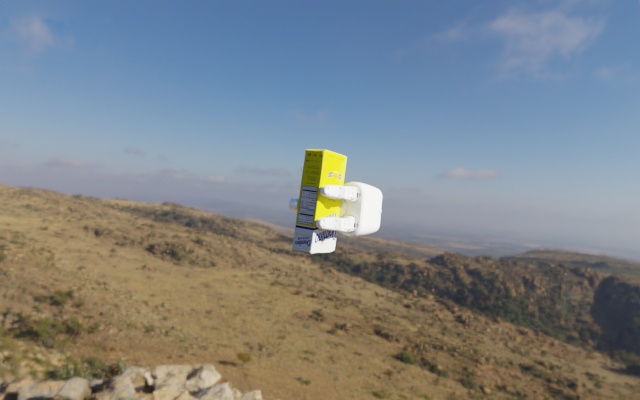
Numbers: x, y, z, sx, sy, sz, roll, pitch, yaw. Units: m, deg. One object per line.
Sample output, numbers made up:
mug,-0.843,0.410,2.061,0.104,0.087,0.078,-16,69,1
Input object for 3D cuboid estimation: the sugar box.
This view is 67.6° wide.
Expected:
sugar box,0.001,0.003,0.836,0.048,0.176,0.093,5,0,28
